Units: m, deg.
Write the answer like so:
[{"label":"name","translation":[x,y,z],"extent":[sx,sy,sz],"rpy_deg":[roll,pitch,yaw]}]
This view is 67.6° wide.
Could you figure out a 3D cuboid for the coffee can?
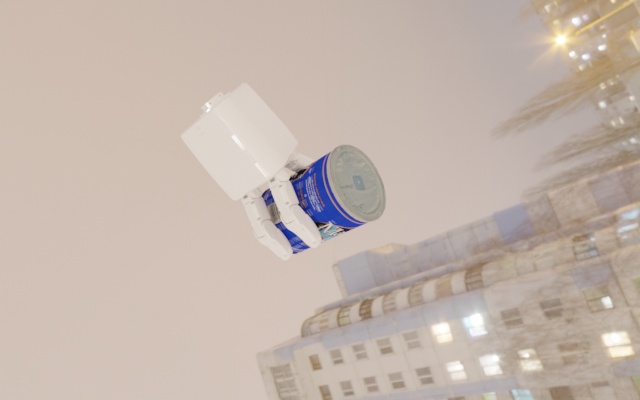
[{"label":"coffee can","translation":[0.000,0.002,0.631],"extent":[0.140,0.102,0.103],"rpy_deg":[-27,-18,39]}]
